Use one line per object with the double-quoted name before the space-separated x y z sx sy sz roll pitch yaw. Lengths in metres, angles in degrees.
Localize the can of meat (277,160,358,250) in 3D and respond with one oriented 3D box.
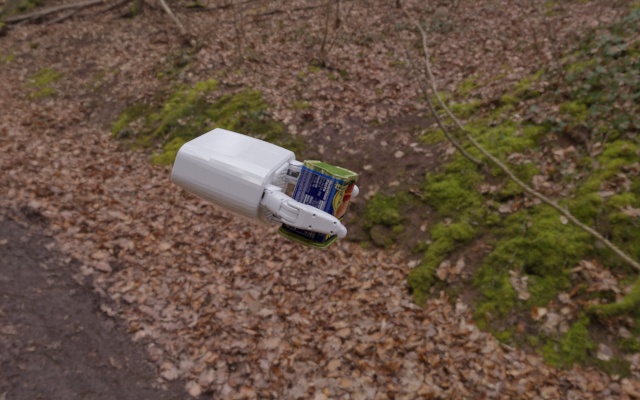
"can of meat" 0.000 0.002 0.545 0.057 0.084 0.102 21 9 11
